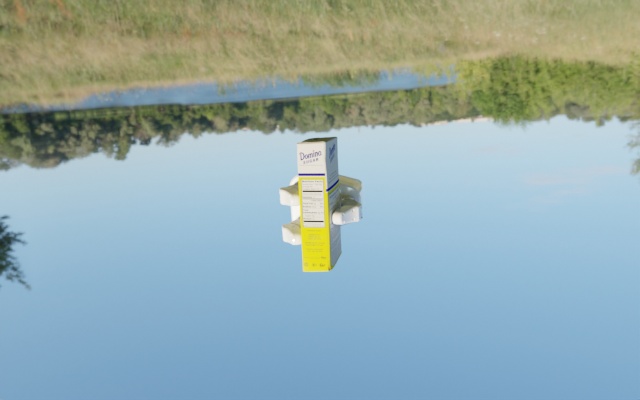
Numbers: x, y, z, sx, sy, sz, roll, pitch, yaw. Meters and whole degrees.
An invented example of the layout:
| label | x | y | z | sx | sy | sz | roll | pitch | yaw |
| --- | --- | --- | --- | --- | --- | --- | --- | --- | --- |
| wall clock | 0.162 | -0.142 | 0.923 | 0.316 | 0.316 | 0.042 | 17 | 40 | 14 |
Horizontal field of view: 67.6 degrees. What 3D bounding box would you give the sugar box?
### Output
| label | x | y | z | sx | sy | sz | roll | pitch | yaw |
| --- | --- | --- | --- | --- | --- | --- | --- | --- | --- |
| sugar box | 0.000 | 0.002 | 0.667 | 0.048 | 0.176 | 0.093 | -2 | 11 | 13 |
